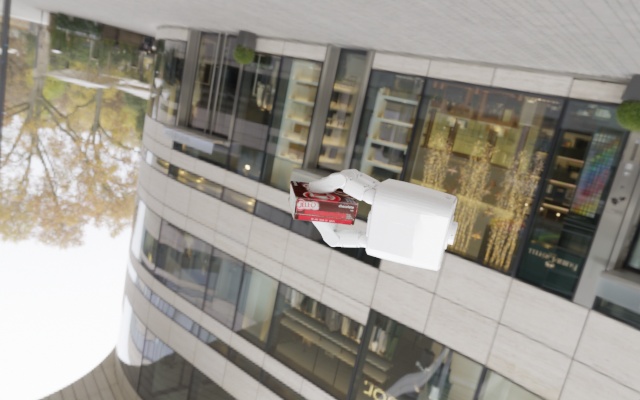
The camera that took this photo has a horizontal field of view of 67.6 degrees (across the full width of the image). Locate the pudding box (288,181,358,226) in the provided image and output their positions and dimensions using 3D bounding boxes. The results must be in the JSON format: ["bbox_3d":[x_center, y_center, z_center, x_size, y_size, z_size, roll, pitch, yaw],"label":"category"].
[{"bbox_3d":[0.000,0.003,0.719,0.090,0.039,0.113,7,11,-10],"label":"pudding box"}]
